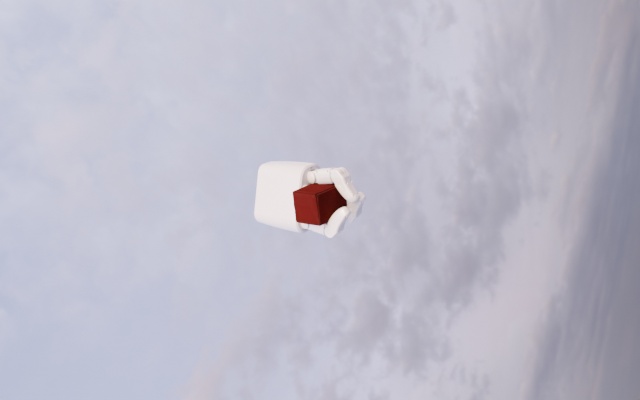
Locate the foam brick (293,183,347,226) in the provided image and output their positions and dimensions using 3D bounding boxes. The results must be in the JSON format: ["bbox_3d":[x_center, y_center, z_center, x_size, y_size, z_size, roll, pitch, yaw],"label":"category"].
[{"bbox_3d":[0.000,0.003,0.767,0.051,0.053,0.078,7,20,37],"label":"foam brick"}]
